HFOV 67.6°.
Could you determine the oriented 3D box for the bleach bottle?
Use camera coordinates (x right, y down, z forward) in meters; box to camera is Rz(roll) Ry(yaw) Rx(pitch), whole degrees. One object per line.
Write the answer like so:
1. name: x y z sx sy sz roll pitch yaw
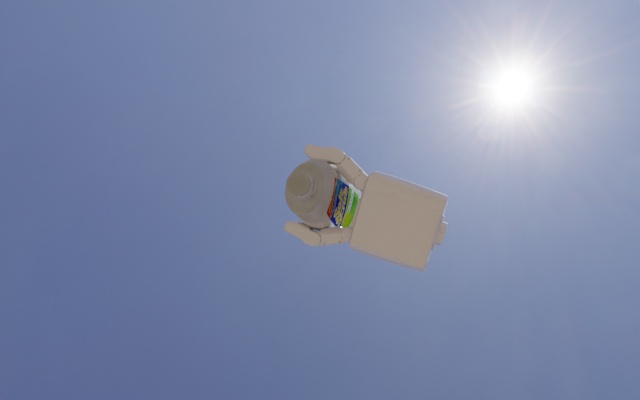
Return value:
1. bleach bottle: 0.000 0.002 0.680 0.068 0.102 0.251 18 -2 15
